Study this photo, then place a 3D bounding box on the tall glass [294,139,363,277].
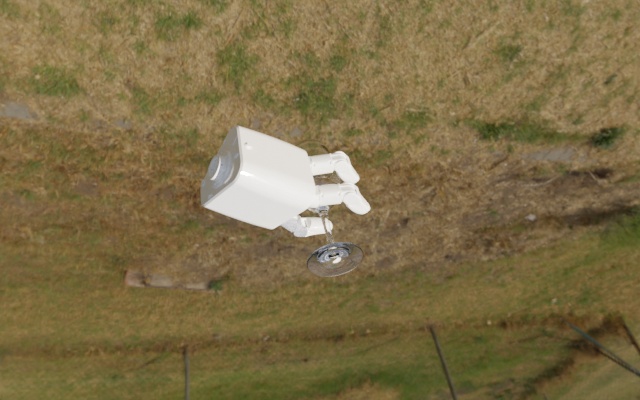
[{"bbox_3d":[0.000,0.003,0.671,0.079,0.200,0.079,-8,-40,-7],"label":"tall glass"}]
